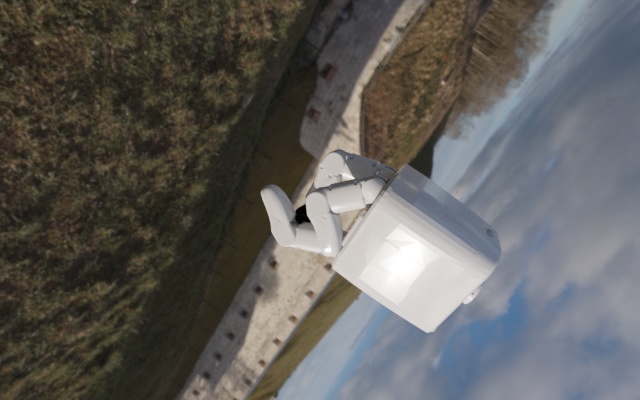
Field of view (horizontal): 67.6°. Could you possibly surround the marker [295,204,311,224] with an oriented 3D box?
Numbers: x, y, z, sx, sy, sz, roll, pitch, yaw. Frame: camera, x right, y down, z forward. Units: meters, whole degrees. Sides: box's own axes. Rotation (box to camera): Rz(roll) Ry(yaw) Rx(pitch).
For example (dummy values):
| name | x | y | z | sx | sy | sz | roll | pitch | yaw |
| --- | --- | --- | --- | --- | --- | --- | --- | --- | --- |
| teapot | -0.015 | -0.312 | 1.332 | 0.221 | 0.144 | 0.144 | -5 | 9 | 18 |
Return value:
| name | x | y | z | sx | sy | sz | roll | pitch | yaw |
| --- | --- | --- | --- | --- | --- | --- | --- | --- | --- |
| marker | 0.000 | 0.002 | 0.504 | 0.020 | 0.020 | 0.121 | 0 | 14 | 18 |
